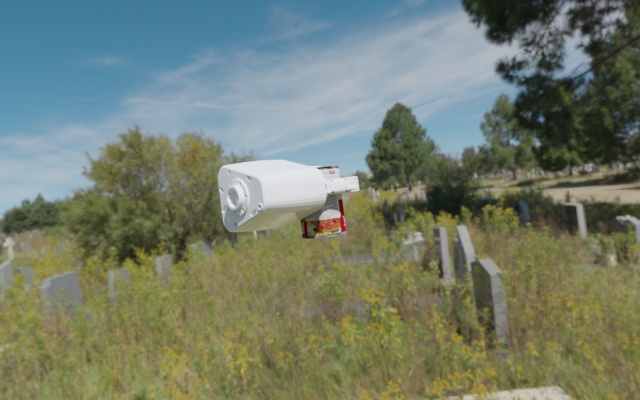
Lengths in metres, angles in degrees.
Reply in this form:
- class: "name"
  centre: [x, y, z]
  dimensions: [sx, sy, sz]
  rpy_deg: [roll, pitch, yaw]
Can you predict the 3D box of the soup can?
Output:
- class: "soup can"
  centre: [0.001, 0.002, 0.718]
  dimensions: [0.068, 0.102, 0.068]
  rpy_deg: [-7, 1, 0]
